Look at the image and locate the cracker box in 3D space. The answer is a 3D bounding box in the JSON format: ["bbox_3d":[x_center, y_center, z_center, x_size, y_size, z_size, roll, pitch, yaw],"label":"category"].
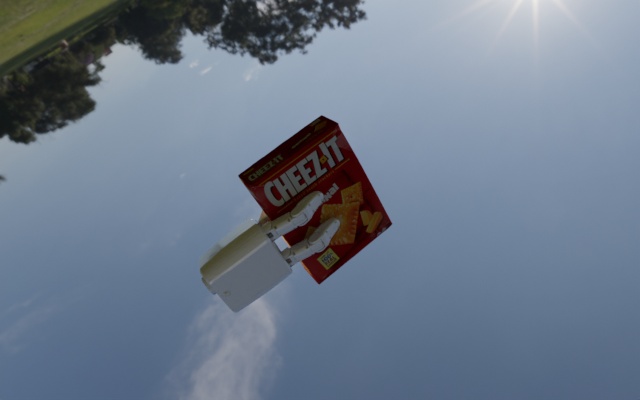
[{"bbox_3d":[0.000,0.003,0.757,0.164,0.214,0.072,-37,31,-9],"label":"cracker box"}]
